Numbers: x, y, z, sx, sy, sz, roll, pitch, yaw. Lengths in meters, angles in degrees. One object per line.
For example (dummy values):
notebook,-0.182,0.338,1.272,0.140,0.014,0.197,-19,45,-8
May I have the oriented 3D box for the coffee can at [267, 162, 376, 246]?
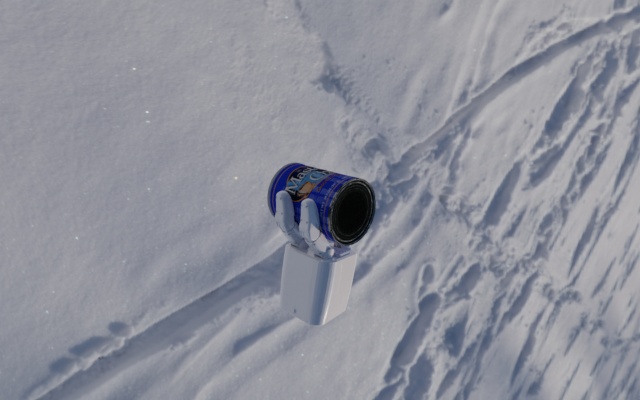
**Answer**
coffee can,0.000,0.002,0.744,0.103,0.103,0.140,0,12,-45
